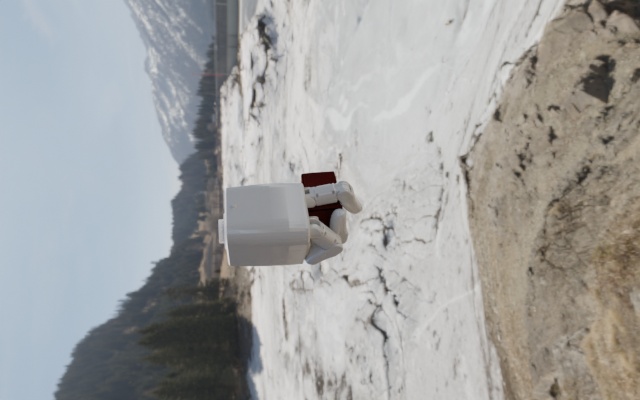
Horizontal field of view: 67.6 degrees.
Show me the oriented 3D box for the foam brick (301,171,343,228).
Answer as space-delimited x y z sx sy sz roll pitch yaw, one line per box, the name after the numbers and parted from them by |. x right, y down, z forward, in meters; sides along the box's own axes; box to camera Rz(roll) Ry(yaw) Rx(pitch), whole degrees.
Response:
0.000 0.002 0.697 0.051 0.078 0.053 -5 -44 -6 | foam brick
